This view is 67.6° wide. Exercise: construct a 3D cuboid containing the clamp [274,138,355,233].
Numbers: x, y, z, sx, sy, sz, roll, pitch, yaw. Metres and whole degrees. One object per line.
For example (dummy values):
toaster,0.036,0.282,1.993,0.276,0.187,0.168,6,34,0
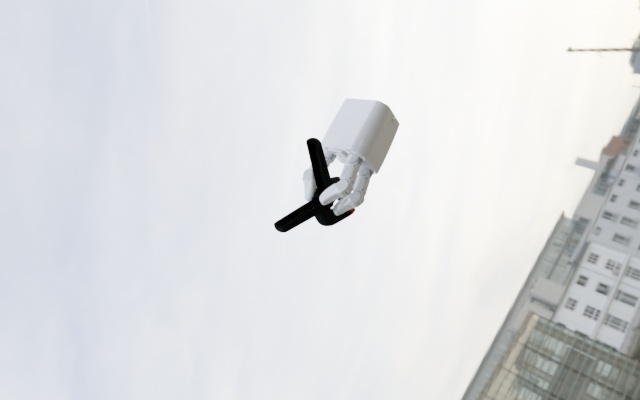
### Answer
clamp,0.000,0.003,0.853,0.036,0.164,0.210,21,-9,33
